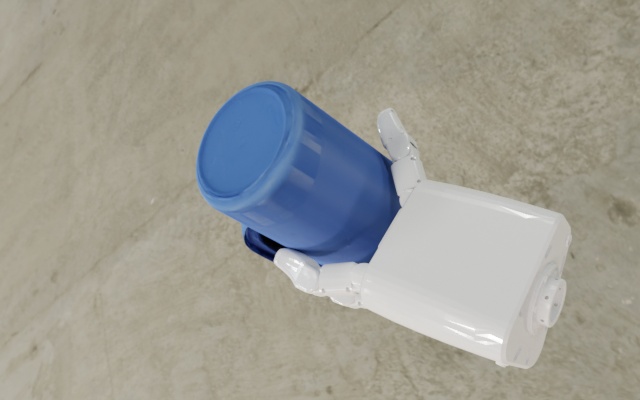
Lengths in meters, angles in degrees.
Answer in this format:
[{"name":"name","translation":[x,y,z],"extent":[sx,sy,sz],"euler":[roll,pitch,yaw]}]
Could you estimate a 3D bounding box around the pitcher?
[{"name":"pitcher","translation":[0.000,0.001,0.445],"extent":[0.145,0.149,0.243],"euler":[21,-6,41]}]
